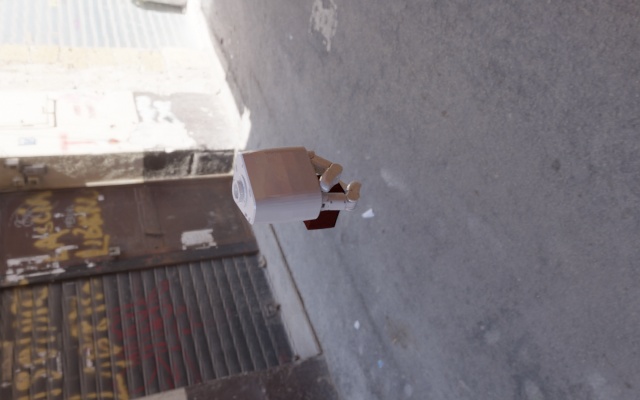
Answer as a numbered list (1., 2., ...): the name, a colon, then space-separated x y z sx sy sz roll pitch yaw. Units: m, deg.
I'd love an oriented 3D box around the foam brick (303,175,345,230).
1. foam brick: 0.000 0.003 0.779 0.051 0.078 0.053 -7 45 -26
